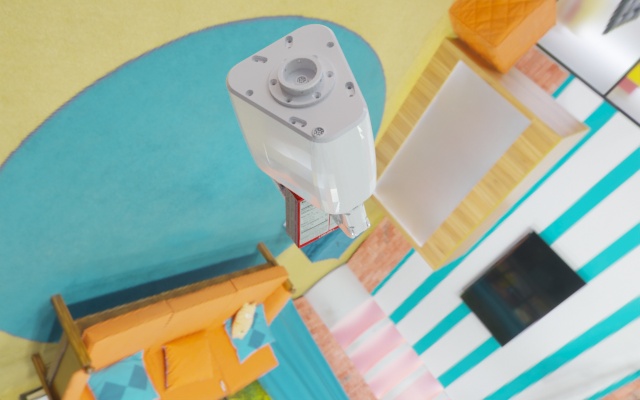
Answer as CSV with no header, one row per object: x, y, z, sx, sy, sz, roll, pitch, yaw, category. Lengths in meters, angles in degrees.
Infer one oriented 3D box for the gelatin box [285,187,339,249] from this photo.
0.000,0.002,0.498,0.073,0.030,0.089,-27,-33,-21,gelatin box
